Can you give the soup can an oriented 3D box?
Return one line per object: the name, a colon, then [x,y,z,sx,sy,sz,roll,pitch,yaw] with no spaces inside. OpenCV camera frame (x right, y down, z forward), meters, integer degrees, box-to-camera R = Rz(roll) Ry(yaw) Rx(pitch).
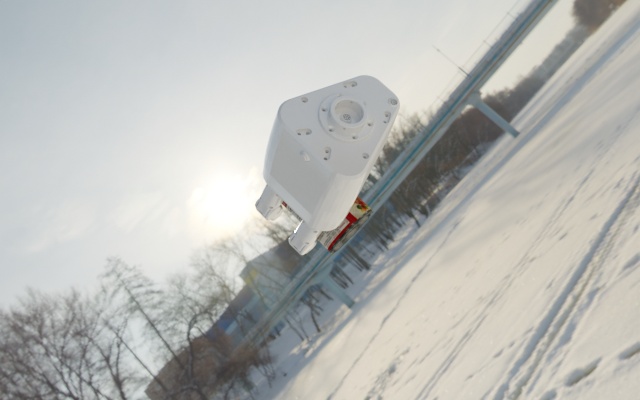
soup can: [0.000,0.002,0.544,0.102,0.068,0.068,44,9,10]
